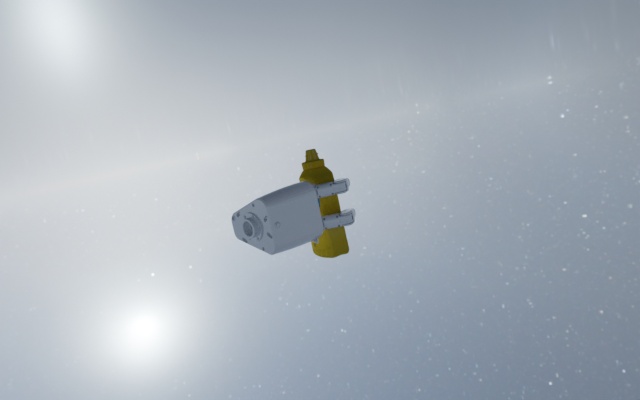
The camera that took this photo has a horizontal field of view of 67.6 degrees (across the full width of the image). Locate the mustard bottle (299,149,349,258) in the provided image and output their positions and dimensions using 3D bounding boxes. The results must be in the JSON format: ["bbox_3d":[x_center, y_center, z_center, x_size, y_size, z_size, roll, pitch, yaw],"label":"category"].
[{"bbox_3d":[0.000,0.003,0.858,0.058,0.191,0.096,-15,9,-20],"label":"mustard bottle"}]
